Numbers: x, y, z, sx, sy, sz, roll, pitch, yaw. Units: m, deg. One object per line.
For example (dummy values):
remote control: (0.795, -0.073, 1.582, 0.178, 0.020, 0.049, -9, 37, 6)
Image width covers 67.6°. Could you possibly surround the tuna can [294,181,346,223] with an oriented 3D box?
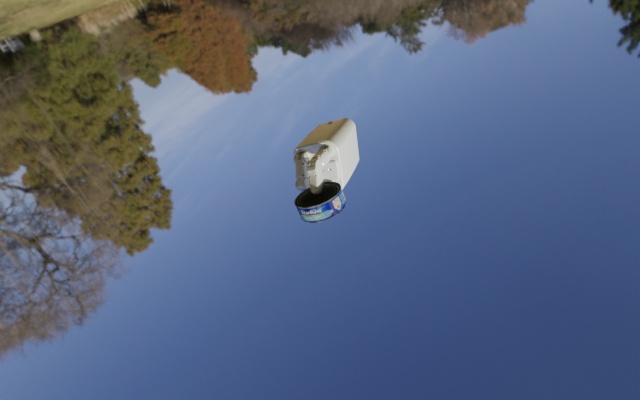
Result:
tuna can: (0.000, 0.003, 0.829, 0.086, 0.034, 0.086, -18, 25, 9)
